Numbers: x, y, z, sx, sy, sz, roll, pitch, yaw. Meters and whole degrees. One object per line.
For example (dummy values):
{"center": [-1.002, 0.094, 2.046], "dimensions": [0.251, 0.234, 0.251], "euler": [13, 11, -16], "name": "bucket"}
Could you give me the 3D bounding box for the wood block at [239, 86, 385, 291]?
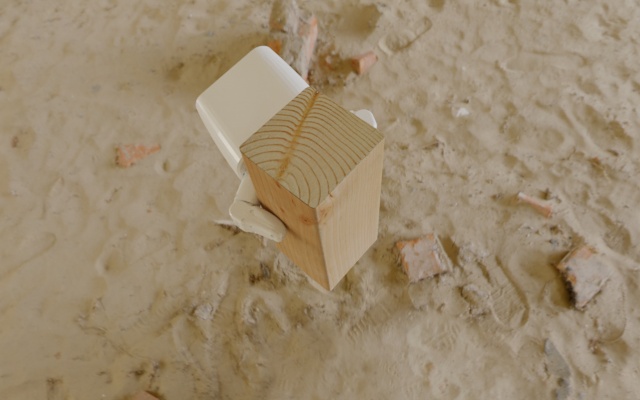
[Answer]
{"center": [0.000, 0.001, 0.481], "dimensions": [0.090, 0.091, 0.206], "euler": [38, -19, 22], "name": "wood block"}
